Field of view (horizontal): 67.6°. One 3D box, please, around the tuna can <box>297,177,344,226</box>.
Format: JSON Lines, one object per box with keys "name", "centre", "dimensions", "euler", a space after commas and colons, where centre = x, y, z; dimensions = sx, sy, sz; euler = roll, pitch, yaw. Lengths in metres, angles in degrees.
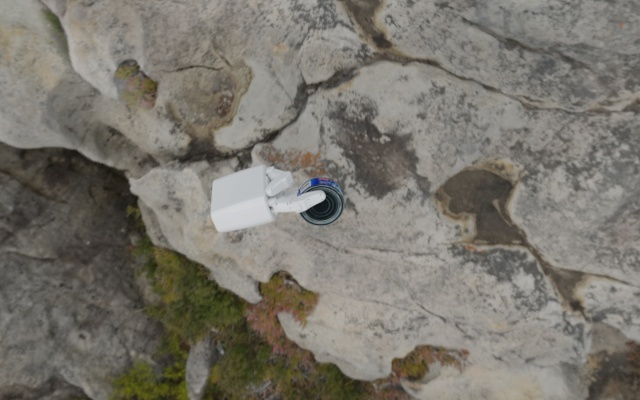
{"name": "tuna can", "centre": [0.000, 0.003, 0.864], "dimensions": [0.086, 0.086, 0.033], "euler": [0, 27, -4]}
